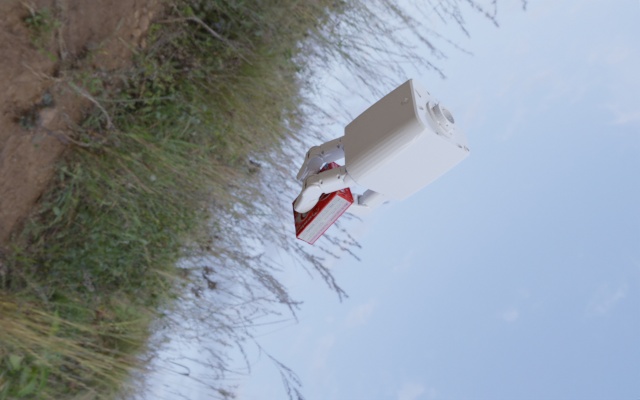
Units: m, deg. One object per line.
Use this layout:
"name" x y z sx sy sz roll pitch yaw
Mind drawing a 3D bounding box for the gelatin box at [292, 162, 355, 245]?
"gelatin box" 0.000 0.002 0.623 0.030 0.089 0.073 28 29 -27
